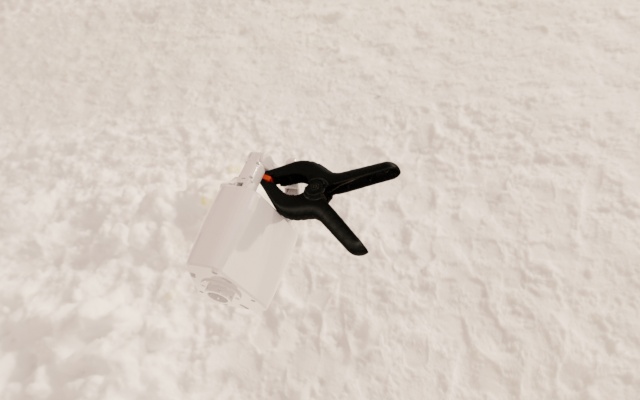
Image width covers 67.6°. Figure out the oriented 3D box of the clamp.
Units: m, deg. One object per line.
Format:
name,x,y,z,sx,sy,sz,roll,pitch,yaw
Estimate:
clamp,0.000,0.001,0.560,0.171,0.120,0.039,4,-36,23
